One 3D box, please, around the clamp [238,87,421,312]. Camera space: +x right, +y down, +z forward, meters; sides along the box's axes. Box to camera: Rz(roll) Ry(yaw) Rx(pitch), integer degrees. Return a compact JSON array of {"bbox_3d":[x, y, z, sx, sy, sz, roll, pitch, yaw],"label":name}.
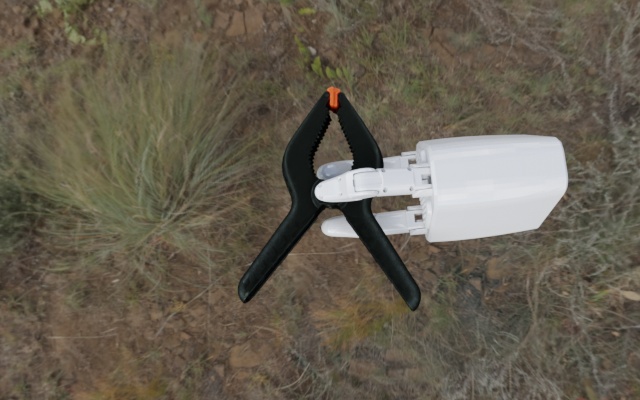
[{"bbox_3d":[0.000,0.001,0.442,0.164,0.210,0.036,-5,-8,4],"label":"clamp"}]
